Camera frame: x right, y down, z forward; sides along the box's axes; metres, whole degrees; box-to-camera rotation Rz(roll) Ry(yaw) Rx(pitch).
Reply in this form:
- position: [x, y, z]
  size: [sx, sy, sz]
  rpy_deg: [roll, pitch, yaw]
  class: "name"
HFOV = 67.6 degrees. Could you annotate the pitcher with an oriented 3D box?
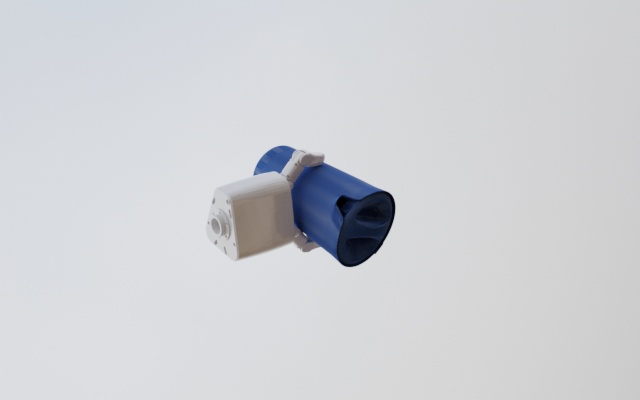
- position: [0.000, 0.003, 0.811]
  size: [0.145, 0.149, 0.242]
  rpy_deg: [-17, 37, -40]
  class: "pitcher"
